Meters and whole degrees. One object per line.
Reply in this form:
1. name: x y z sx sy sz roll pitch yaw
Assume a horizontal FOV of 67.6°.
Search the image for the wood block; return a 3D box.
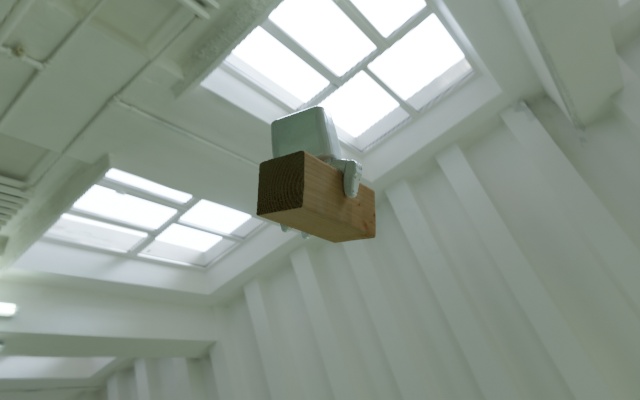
1. wood block: 0.000 0.002 0.782 0.091 0.090 0.206 -12 -22 34
